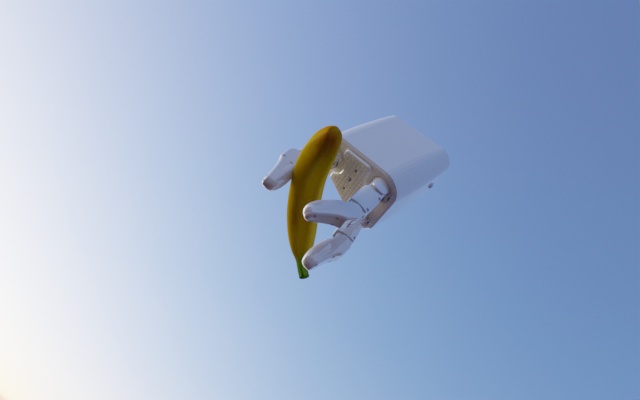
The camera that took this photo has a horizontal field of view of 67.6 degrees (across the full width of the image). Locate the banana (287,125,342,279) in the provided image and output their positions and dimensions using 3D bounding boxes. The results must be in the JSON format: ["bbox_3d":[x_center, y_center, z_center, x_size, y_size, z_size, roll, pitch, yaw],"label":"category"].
[{"bbox_3d":[-0.009,-0.006,0.524,0.037,0.198,0.069,-11,41,-26],"label":"banana"}]
